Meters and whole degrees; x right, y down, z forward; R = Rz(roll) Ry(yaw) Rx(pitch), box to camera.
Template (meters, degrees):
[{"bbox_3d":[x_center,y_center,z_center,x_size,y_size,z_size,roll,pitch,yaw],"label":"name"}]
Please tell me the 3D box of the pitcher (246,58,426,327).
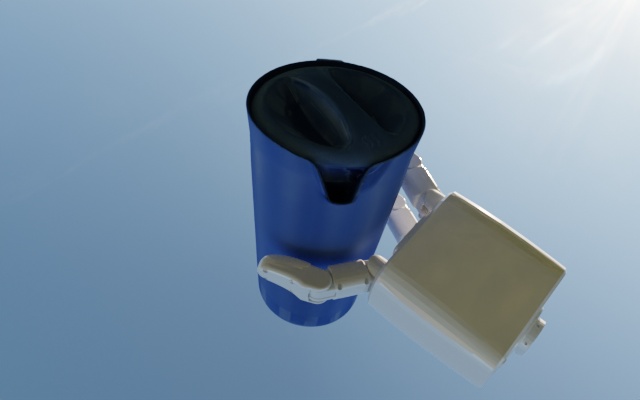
[{"bbox_3d":[0.000,0.002,0.441,0.145,0.243,0.149,36,51,24],"label":"pitcher"}]
